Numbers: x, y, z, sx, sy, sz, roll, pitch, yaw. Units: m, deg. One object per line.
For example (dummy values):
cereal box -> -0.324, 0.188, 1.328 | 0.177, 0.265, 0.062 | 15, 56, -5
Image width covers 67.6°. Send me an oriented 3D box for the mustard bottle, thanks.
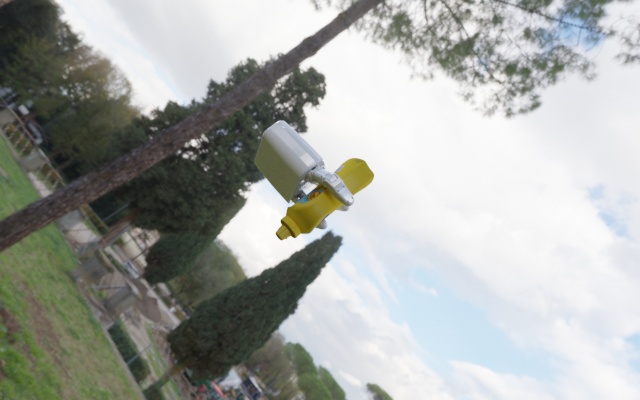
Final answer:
mustard bottle -> 0.001, 0.003, 0.817 | 0.191, 0.058, 0.096 | -39, 10, -19
